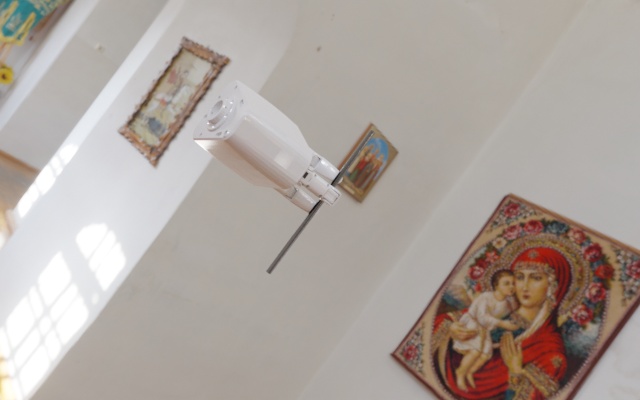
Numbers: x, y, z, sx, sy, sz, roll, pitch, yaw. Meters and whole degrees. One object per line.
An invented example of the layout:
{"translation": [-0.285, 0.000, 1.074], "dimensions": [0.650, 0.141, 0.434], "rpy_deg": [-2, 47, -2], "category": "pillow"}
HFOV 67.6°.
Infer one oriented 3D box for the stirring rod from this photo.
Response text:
{"translation": [0.000, 0.002, 0.654], "dimensions": [0.011, 0.239, 0.011], "rpy_deg": [37, 0, 0], "category": "stirring rod"}
